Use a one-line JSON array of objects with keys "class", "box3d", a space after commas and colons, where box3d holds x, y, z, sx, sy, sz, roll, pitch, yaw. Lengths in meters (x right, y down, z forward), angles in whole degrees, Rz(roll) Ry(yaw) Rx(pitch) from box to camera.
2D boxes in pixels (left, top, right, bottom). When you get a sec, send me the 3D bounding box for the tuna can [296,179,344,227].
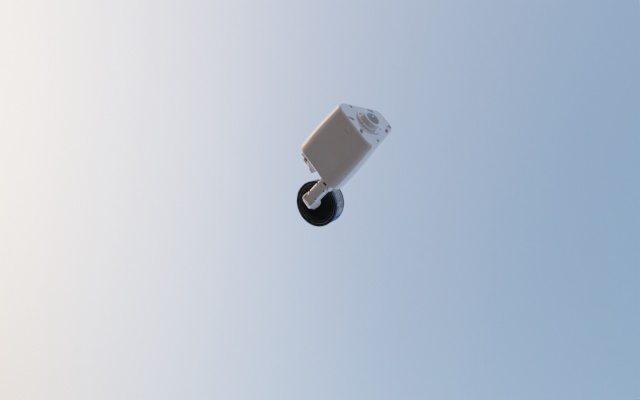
[{"class": "tuna can", "box3d": [0.000, 0.003, 0.877, 0.086, 0.086, 0.033, 0, 13, 34]}]
